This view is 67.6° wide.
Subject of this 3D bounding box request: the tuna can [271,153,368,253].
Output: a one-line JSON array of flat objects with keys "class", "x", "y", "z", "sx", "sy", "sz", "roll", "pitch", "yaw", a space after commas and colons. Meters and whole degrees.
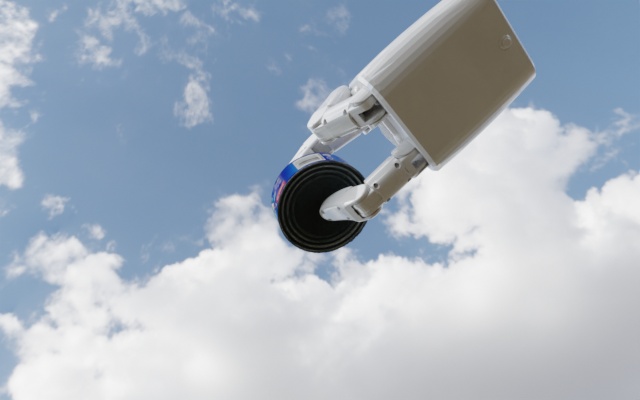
[{"class": "tuna can", "x": 0.000, "y": 0.001, "z": 0.427, "sx": 0.086, "sy": 0.086, "sz": 0.033, "roll": 0, "pitch": 20, "yaw": -18}]
